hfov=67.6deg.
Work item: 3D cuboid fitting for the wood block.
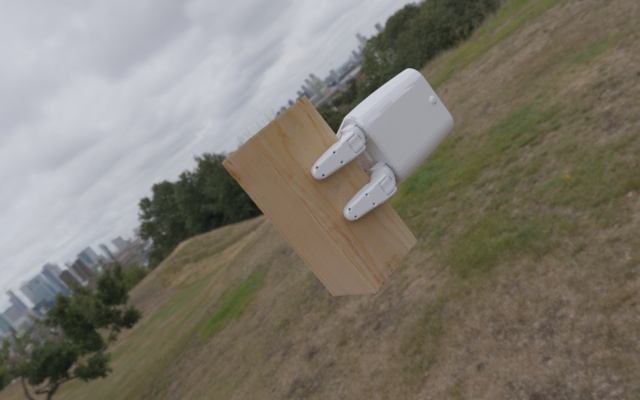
[{"bbox_3d":[0.000,0.001,0.538,0.090,0.206,0.091,-45,12,-30],"label":"wood block"}]
